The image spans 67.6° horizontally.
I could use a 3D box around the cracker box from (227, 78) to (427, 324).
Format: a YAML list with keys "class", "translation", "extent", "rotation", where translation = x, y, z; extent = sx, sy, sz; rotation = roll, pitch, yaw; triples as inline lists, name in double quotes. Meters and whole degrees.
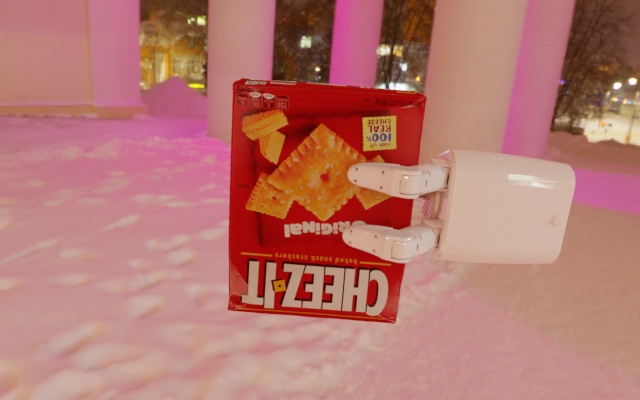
- class: "cracker box"
  translation: [0.000, 0.001, 0.445]
  extent: [0.164, 0.214, 0.072]
  rotation: [5, 16, 0]
